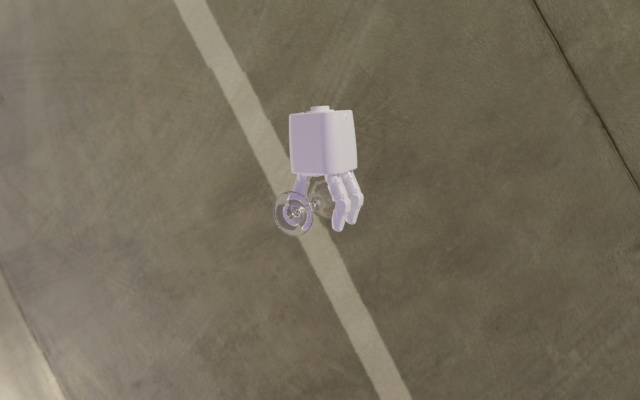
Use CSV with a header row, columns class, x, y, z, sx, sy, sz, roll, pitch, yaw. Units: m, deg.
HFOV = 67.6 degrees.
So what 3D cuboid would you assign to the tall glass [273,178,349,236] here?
class,x,y,z,sx,sy,sz,roll,pitch,yaw
tall glass,0.000,0.003,0.854,0.079,0.079,0.201,0,11,27
